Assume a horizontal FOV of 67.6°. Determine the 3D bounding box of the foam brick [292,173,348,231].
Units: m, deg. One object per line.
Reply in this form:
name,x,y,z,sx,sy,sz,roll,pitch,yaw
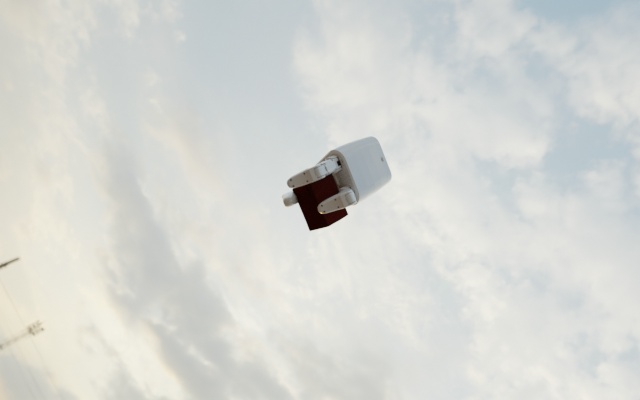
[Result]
foam brick,0.000,0.003,0.783,0.051,0.078,0.053,-28,9,-39
